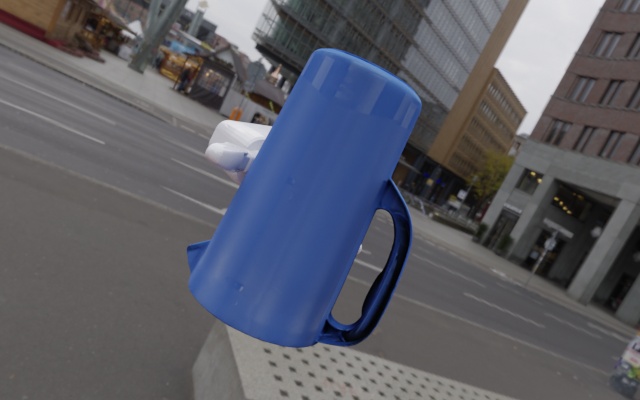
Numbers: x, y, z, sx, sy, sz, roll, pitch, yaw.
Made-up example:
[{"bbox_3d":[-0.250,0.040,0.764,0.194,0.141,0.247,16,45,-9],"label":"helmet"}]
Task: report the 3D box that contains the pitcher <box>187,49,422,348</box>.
[{"bbox_3d":[0.000,0.001,0.429,0.149,0.243,0.145,23,7,-33],"label":"pitcher"}]
